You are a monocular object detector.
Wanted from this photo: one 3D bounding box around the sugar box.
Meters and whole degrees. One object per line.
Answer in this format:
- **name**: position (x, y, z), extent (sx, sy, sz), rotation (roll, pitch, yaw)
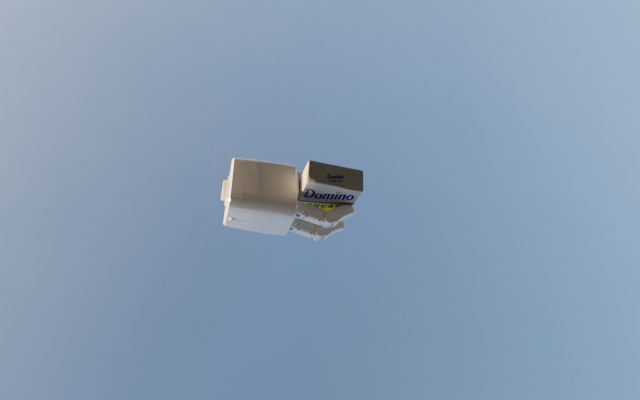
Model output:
- **sugar box**: position (0.000, 0.003, 0.808), extent (0.093, 0.048, 0.176), rotation (10, -28, -12)
